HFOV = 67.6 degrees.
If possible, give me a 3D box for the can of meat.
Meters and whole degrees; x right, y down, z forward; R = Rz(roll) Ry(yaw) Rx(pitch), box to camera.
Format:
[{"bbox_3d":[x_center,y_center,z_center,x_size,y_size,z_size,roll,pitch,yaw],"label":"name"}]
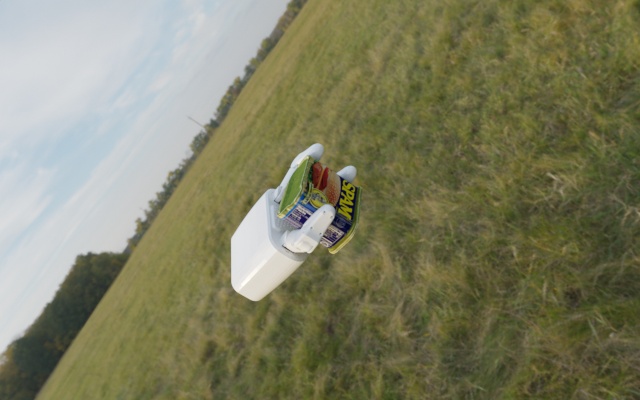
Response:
[{"bbox_3d":[0.000,0.002,0.592,0.084,0.102,0.057,33,-54,-16],"label":"can of meat"}]
